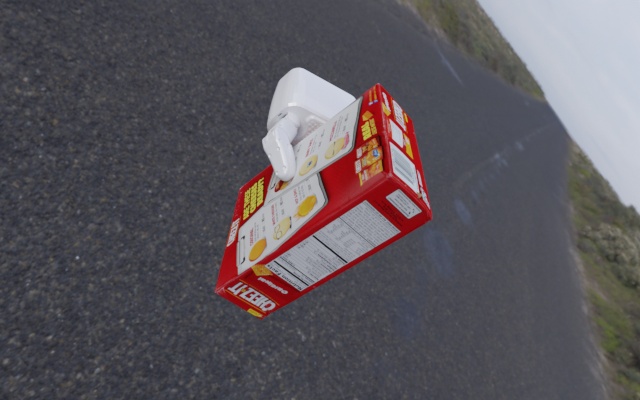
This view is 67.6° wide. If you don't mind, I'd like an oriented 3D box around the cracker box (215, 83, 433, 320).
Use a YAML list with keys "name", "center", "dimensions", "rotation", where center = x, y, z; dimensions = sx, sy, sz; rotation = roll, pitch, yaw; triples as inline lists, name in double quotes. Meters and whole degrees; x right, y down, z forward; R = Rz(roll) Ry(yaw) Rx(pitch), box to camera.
- name: "cracker box"
  center: [0.000, 0.001, 0.485]
  dimensions: [0.214, 0.164, 0.072]
  rotation: [-35, -60, 26]
